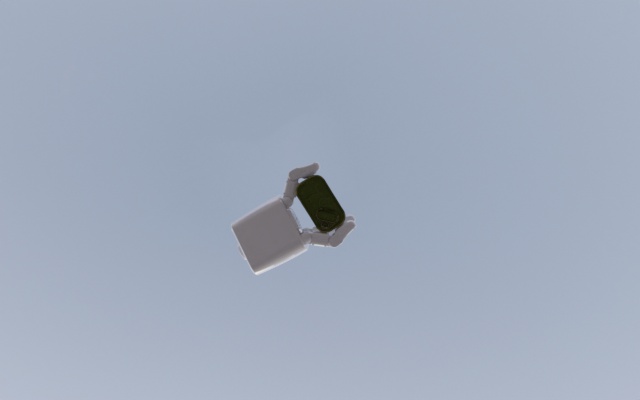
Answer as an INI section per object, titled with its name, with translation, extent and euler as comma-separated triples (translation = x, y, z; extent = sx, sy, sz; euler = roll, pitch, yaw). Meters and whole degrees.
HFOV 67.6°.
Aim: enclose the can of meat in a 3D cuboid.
[can of meat]
translation = 0.000, 0.003, 0.875
extent = 0.057, 0.102, 0.084
euler = -32, 4, 2
